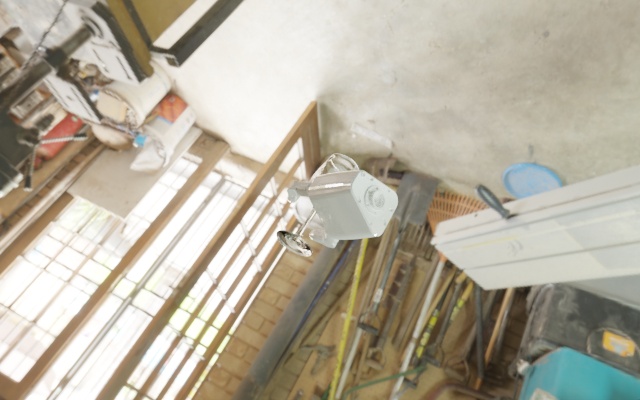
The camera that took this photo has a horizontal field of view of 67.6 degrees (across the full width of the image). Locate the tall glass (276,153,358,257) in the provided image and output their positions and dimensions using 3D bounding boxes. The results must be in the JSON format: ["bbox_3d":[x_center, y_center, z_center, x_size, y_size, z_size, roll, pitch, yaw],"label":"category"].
[{"bbox_3d":[0.000,0.003,0.894,0.079,0.201,0.079,24,-29,15],"label":"tall glass"}]
